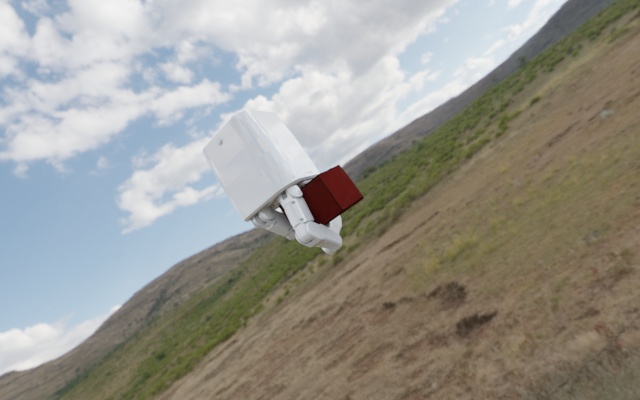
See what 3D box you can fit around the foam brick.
[{"bbox_3d":[0.000,0.002,0.573,0.078,0.051,0.053,-37,-5,36],"label":"foam brick"}]
